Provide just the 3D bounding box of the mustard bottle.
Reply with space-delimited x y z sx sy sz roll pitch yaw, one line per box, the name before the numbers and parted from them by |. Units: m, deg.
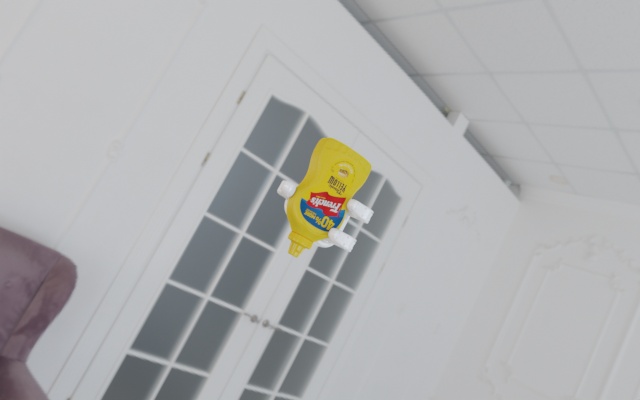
mustard bottle | 0.000 0.002 0.762 0.096 0.191 0.058 32 -8 -25
